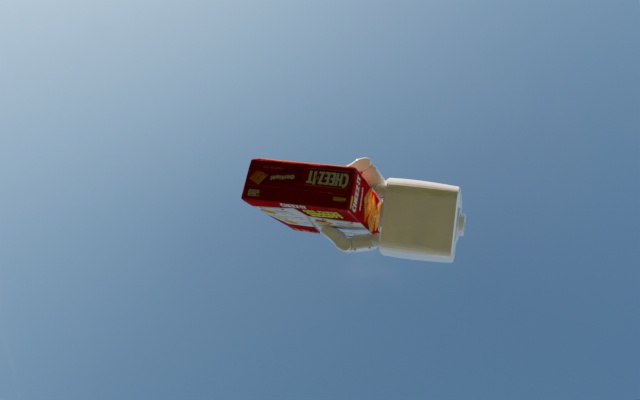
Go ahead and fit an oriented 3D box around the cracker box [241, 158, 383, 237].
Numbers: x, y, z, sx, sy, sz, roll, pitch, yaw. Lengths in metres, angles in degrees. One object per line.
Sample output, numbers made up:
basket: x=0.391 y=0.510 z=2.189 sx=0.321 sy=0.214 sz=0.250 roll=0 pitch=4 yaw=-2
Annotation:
cracker box: x=0.000 y=0.003 z=0.754 sx=0.164 sy=0.072 sz=0.214 roll=6 pitch=-14 yaw=20
